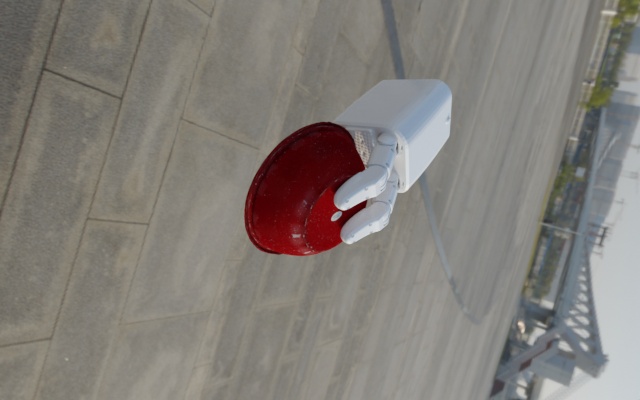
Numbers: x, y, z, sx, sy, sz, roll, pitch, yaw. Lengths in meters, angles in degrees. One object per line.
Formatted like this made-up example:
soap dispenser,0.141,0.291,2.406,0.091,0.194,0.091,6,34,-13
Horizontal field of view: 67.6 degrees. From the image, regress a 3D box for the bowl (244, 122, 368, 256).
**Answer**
bowl,-0.001,0.003,0.507,0.055,0.162,0.162,36,22,35
